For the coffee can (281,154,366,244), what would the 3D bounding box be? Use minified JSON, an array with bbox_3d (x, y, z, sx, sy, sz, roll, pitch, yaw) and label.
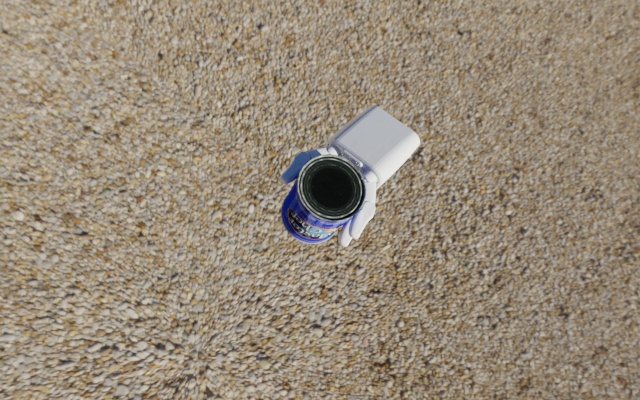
[{"bbox_3d":[0.000,0.003,0.742,0.103,0.102,0.140,0,-18,-15],"label":"coffee can"}]
